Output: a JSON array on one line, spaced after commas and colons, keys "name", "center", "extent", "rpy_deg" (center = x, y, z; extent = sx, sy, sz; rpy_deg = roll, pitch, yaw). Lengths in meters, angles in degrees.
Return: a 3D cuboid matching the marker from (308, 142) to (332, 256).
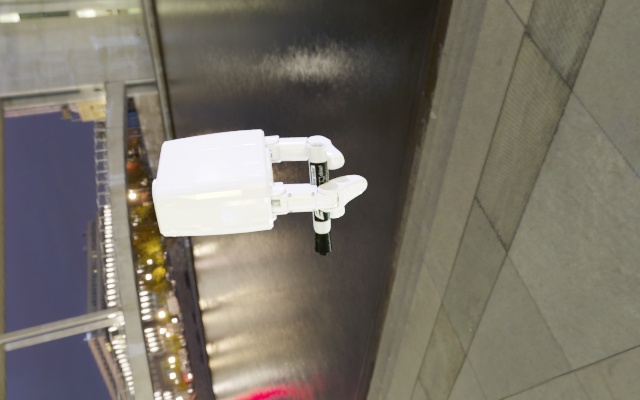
[{"name": "marker", "center": [0.000, 0.002, 0.481], "extent": [0.020, 0.121, 0.020], "rpy_deg": [-3, 25, 1]}]
